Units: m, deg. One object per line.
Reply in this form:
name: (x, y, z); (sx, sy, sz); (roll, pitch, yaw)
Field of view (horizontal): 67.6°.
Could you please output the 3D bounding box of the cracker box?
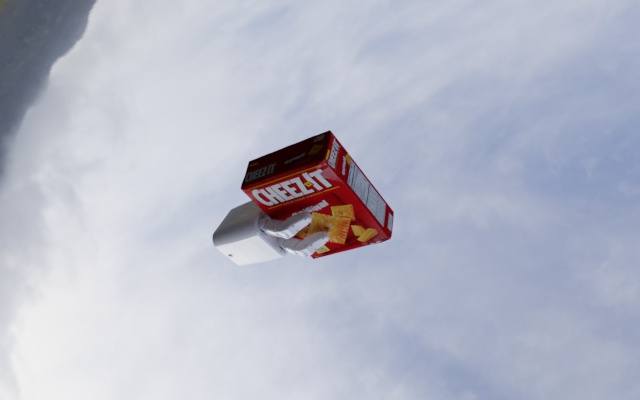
cracker box: (0.000, 0.003, 0.790); (0.164, 0.072, 0.214); (-17, -46, 30)
